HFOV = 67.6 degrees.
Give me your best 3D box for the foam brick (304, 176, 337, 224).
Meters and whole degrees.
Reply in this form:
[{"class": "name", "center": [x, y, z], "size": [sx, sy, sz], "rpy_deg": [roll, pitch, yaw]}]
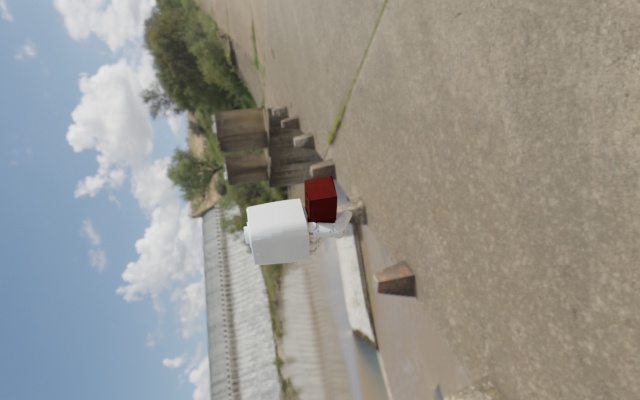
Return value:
[{"class": "foam brick", "center": [0.000, 0.003, 0.867], "size": [0.051, 0.053, 0.078], "rpy_deg": [-8, -41, -7]}]
